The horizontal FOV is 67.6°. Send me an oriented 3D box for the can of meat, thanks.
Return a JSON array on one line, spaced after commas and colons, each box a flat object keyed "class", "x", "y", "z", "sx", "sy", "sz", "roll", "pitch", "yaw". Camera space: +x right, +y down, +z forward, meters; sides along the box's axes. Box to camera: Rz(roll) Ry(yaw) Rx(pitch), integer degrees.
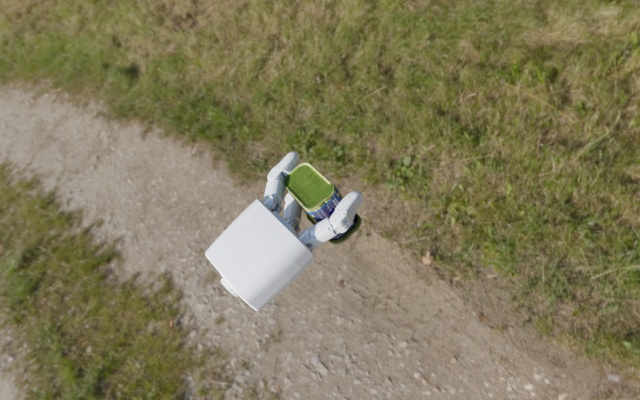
[{"class": "can of meat", "x": 0.000, "y": 0.002, "z": 0.683, "sx": 0.102, "sy": 0.057, "sz": 0.084, "roll": 43, "pitch": -6, "yaw": 47}]
